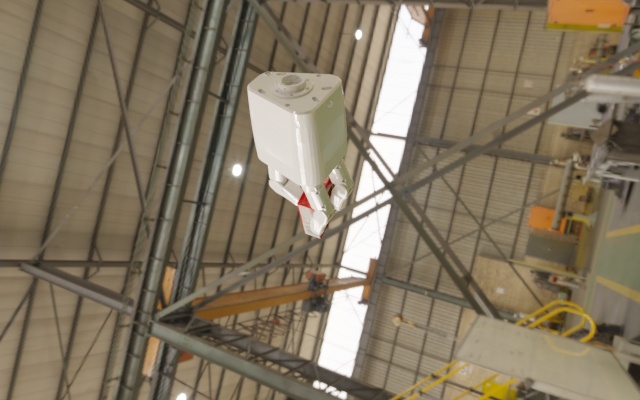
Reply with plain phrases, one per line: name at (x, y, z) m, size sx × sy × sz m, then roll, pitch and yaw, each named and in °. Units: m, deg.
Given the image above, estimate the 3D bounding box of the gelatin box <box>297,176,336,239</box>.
gelatin box at (0.000, 0.002, 0.693) m, size 0.030 × 0.073 × 0.089 m, roll 19°, pitch -28°, yaw 18°
